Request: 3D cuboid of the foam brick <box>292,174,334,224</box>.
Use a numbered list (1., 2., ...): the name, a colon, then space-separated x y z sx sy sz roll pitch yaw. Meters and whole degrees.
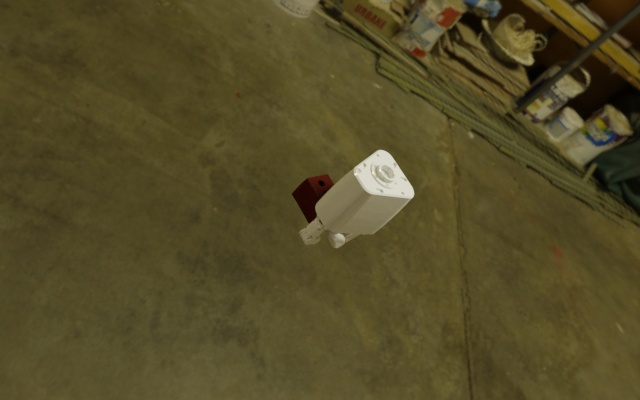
1. foam brick: 0.000 0.002 0.799 0.053 0.078 0.051 -14 -23 -43
